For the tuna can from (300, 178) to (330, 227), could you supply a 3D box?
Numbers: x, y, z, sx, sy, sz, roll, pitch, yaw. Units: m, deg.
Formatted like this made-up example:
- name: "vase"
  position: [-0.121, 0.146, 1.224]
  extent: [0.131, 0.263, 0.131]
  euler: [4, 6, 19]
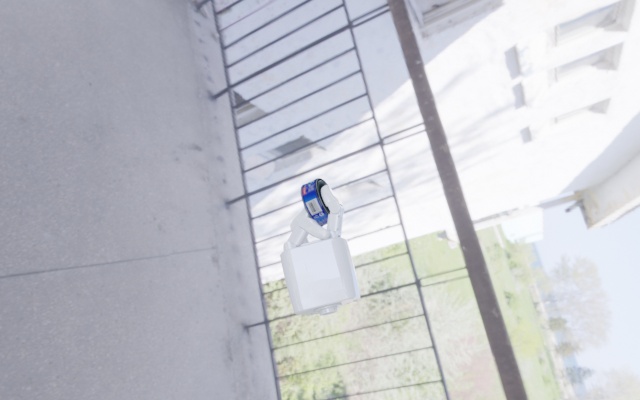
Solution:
- name: "tuna can"
  position: [0.001, 0.003, 0.872]
  extent: [0.034, 0.086, 0.086]
  euler: [-25, -9, 20]
